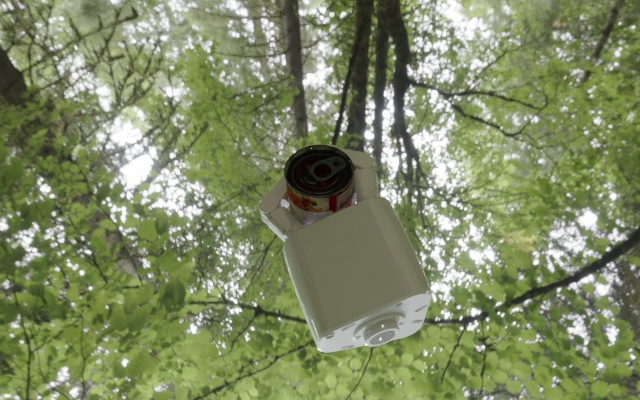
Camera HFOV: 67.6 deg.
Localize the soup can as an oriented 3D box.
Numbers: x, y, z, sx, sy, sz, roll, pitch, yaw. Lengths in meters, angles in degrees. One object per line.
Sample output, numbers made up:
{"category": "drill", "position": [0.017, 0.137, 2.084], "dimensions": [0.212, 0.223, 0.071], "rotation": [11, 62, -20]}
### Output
{"category": "soup can", "position": [0.000, 0.001, 0.499], "dimensions": [0.068, 0.068, 0.102], "rotation": [0, -39, 2]}
